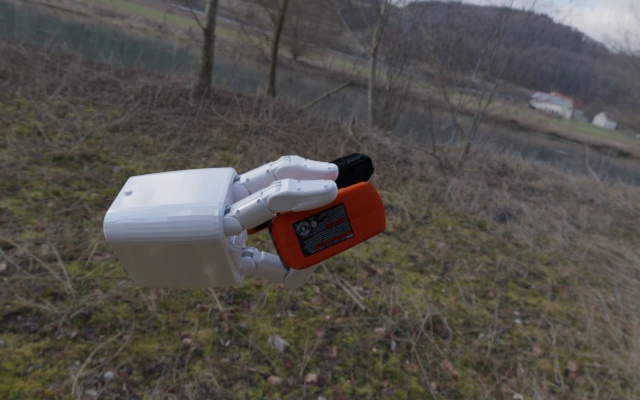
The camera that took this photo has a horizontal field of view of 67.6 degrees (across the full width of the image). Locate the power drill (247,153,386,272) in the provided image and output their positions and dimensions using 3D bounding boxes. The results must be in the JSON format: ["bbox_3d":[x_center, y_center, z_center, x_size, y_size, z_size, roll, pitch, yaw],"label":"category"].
[{"bbox_3d":[0.000,0.002,0.516,0.184,0.057,0.187,-25,15,-10],"label":"power drill"}]
